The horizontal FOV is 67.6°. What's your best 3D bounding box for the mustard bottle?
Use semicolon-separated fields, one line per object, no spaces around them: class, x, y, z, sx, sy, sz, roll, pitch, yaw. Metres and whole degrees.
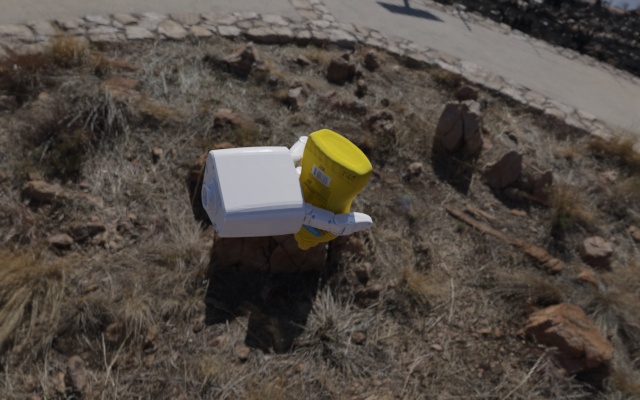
mustard bottle;0.000;0.002;0.673;0.096;0.192;0.058;41;44;22
